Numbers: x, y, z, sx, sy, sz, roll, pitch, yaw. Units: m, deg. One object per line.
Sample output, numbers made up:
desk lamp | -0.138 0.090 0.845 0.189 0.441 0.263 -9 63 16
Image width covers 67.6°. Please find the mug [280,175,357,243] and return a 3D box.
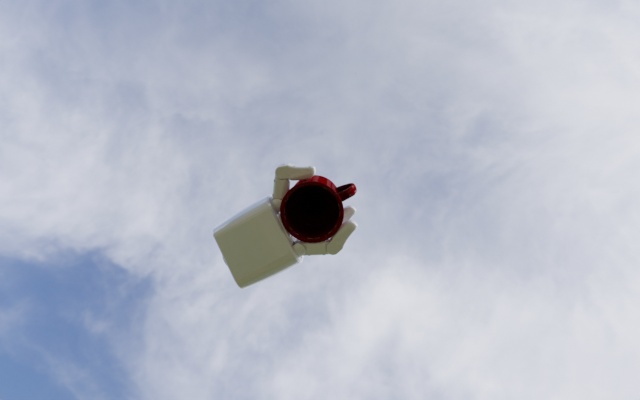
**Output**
mug | 0.001 0.002 0.724 0.117 0.093 0.081 -27 11 9
